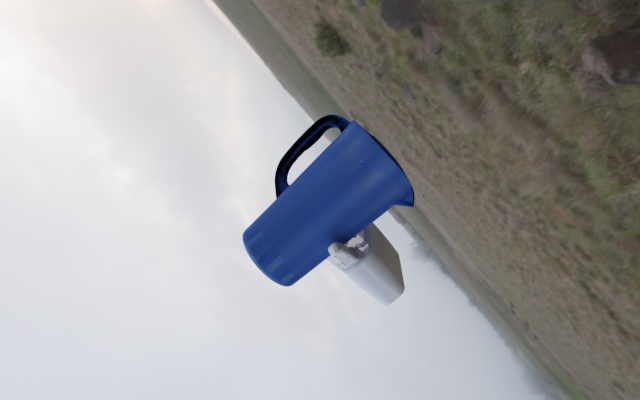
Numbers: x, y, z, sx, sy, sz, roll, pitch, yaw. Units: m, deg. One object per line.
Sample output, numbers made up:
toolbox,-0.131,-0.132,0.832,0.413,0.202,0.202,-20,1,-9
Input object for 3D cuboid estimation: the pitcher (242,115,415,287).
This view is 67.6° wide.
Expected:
pitcher,0.000,0.002,0.695,0.145,0.243,0.149,45,8,-30
